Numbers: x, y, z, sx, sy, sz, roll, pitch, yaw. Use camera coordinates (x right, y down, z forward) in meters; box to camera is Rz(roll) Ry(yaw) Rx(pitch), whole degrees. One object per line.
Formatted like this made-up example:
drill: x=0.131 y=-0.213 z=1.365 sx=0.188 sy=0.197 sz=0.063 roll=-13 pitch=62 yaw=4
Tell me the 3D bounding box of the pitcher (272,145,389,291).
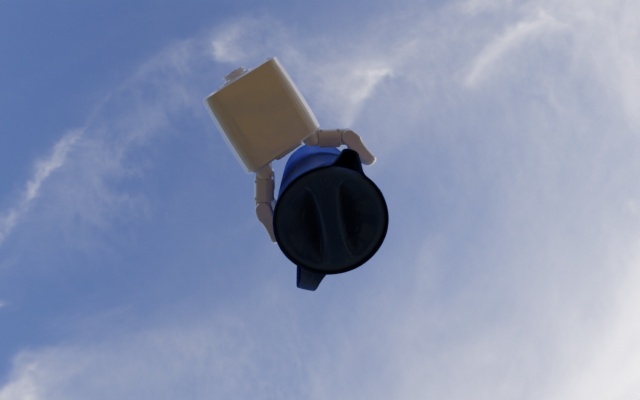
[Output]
pitcher: x=0.000 y=0.002 z=0.654 sx=0.149 sy=0.145 sz=0.242 roll=-30 pitch=16 yaw=5
